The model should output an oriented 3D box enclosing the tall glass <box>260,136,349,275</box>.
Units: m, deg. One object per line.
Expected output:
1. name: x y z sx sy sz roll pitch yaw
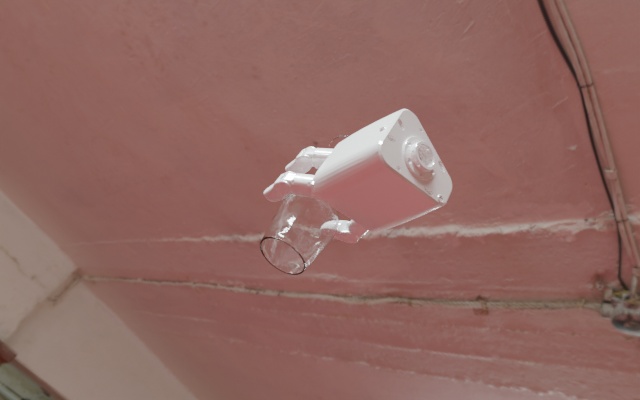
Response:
1. tall glass: 0.000 0.002 0.618 0.079 0.079 0.201 0 40 36
